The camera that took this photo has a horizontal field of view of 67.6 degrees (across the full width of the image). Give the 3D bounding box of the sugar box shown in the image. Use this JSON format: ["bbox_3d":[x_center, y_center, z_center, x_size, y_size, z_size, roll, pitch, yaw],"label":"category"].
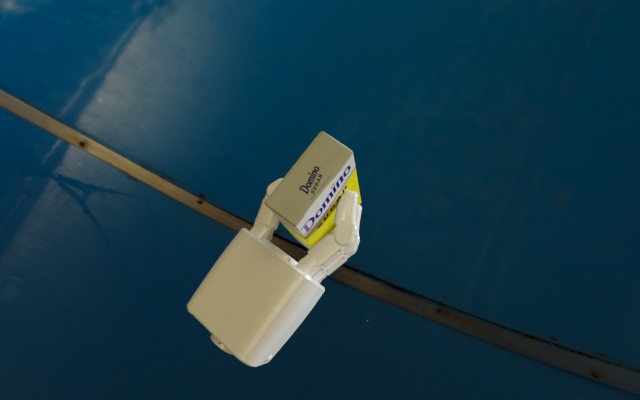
[{"bbox_3d":[0.000,0.002,0.530,0.048,0.093,0.176,36,-8,13],"label":"sugar box"}]
